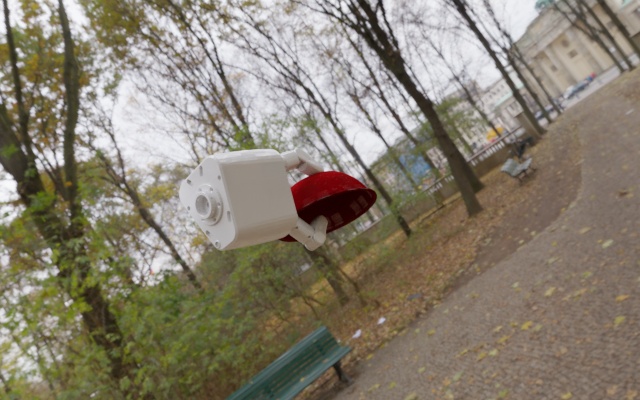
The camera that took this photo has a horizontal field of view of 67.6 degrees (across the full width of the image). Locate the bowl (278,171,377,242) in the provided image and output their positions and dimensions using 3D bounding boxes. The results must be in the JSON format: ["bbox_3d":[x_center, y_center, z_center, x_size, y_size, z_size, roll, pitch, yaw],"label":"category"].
[{"bbox_3d":[0.001,0.002,0.713,0.162,0.055,0.162,-20,-21,-8],"label":"bowl"}]
